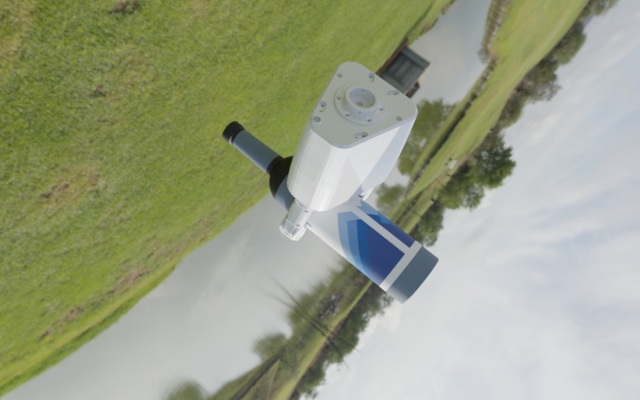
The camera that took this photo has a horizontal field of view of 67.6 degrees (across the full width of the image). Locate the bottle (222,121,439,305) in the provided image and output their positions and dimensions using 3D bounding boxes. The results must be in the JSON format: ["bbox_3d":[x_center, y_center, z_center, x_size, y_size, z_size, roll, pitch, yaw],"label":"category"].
[{"bbox_3d":[0.000,0.002,0.565,0.295,0.069,0.069,38,8,11],"label":"bottle"}]
